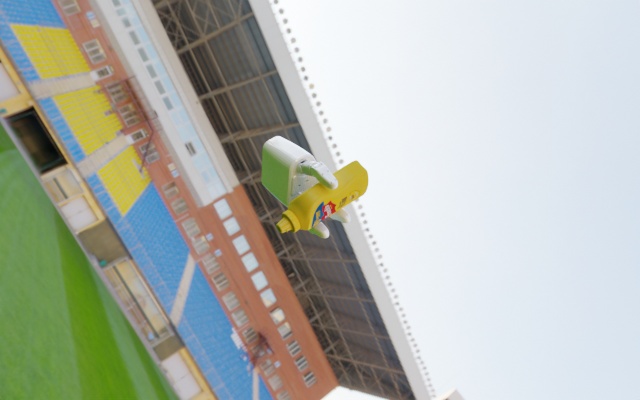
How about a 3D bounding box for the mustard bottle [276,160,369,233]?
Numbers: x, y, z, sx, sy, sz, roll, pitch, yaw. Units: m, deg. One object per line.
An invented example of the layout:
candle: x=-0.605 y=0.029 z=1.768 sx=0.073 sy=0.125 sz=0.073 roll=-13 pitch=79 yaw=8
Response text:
mustard bottle: x=0.001 y=0.003 z=0.880 sx=0.191 sy=0.058 sz=0.096 roll=-32 pitch=-21 yaw=-23
